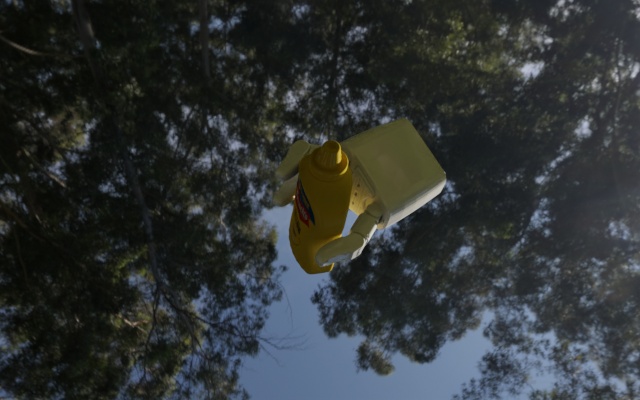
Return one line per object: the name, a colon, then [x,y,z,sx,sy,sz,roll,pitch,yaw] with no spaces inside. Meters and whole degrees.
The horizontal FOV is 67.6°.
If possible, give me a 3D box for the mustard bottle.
mustard bottle: [0.000,0.002,0.555,0.058,0.096,0.192,-5,-35,-13]
